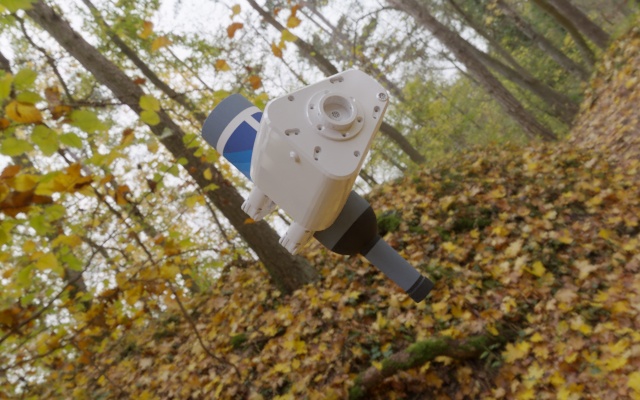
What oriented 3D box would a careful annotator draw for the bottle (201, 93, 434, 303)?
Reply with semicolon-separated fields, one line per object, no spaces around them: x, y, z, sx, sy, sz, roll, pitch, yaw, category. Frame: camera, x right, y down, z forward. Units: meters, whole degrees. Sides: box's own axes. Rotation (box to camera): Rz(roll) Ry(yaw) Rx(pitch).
0.000;0.002;0.517;0.295;0.069;0.069;41;6;8;bottle
